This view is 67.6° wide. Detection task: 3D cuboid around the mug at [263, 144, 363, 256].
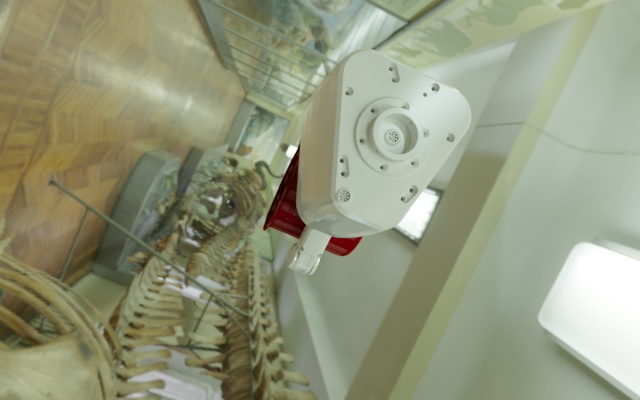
[{"bbox_3d":[0.000,0.002,0.457,0.081,0.093,0.117,24,-7,-8],"label":"mug"}]
